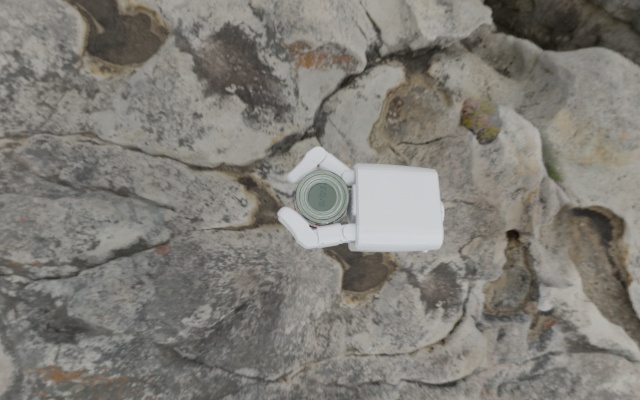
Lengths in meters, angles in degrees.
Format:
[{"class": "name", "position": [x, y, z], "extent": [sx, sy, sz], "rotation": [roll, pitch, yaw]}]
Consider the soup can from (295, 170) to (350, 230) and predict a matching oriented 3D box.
[{"class": "soup can", "position": [0.000, 0.002, 0.620], "extent": [0.068, 0.068, 0.102], "rotation": [0, -7, -3]}]
